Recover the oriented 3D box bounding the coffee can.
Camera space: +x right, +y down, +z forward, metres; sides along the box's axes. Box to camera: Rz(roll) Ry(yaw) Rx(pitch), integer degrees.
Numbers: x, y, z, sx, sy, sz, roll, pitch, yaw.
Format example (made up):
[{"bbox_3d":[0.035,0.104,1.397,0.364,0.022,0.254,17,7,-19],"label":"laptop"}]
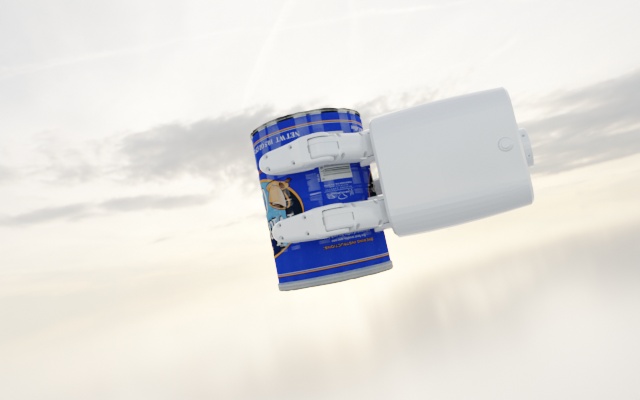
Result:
[{"bbox_3d":[0.000,0.002,0.427,0.103,0.140,0.103,-11,-6,-1],"label":"coffee can"}]
